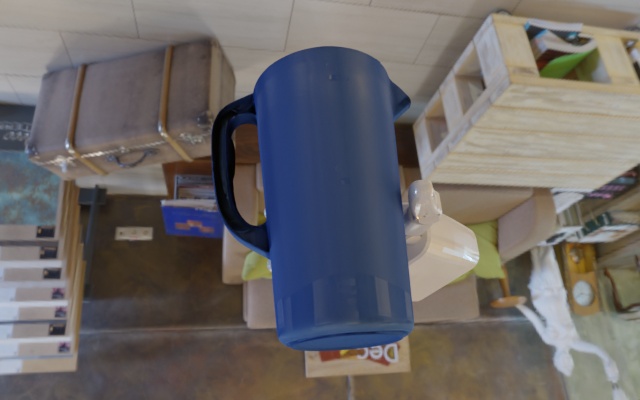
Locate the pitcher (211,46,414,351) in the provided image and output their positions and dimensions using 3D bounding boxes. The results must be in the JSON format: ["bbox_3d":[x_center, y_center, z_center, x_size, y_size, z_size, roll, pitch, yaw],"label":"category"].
[{"bbox_3d":[0.000,0.001,0.419,0.149,0.242,0.145,-24,-30,37],"label":"pitcher"}]
